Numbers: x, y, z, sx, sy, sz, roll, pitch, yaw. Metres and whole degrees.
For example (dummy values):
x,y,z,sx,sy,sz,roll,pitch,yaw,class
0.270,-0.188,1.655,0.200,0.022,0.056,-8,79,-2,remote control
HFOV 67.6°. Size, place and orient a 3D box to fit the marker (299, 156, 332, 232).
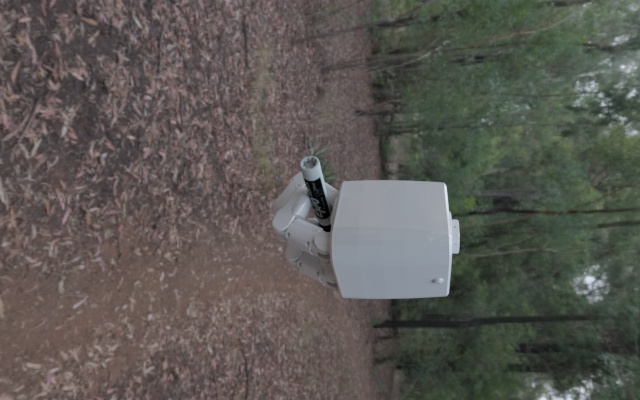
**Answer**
x,y,z,sx,sy,sz,roll,pitch,yaw,class
0.000,0.002,0.485,0.020,0.020,0.121,0,-37,12,marker
